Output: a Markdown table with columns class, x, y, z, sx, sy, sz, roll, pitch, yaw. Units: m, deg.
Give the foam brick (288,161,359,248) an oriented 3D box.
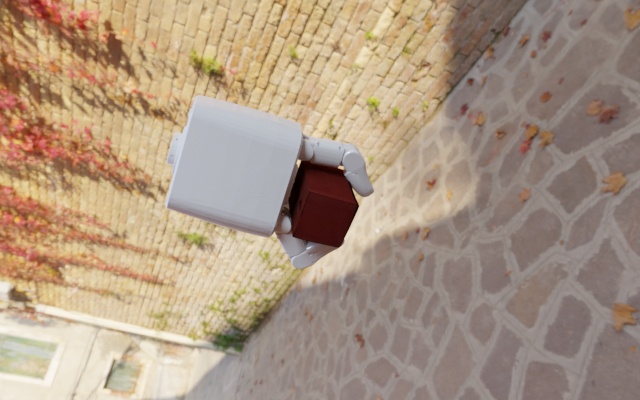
| class | x | y | z | sx | sy | sz | roll | pitch | yaw |
| --- | --- | --- | --- | --- | --- | --- | --- | --- | --- |
| foam brick | 0.000 | 0.002 | 0.481 | 0.051 | 0.053 | 0.078 | 15 | 26 | -15 |
